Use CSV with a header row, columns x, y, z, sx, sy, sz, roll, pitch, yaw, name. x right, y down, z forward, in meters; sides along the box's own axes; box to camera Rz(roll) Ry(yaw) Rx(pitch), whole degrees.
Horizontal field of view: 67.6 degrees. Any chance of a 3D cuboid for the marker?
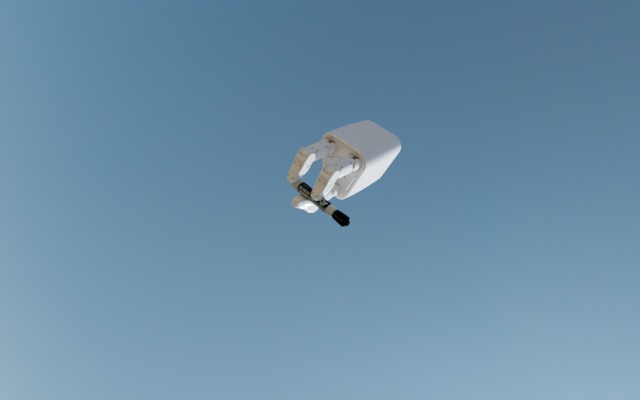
x,y,z,sx,sy,sz,roll,pitch,yaw,name
0.000,0.002,0.750,0.121,0.020,0.020,38,20,28,marker
